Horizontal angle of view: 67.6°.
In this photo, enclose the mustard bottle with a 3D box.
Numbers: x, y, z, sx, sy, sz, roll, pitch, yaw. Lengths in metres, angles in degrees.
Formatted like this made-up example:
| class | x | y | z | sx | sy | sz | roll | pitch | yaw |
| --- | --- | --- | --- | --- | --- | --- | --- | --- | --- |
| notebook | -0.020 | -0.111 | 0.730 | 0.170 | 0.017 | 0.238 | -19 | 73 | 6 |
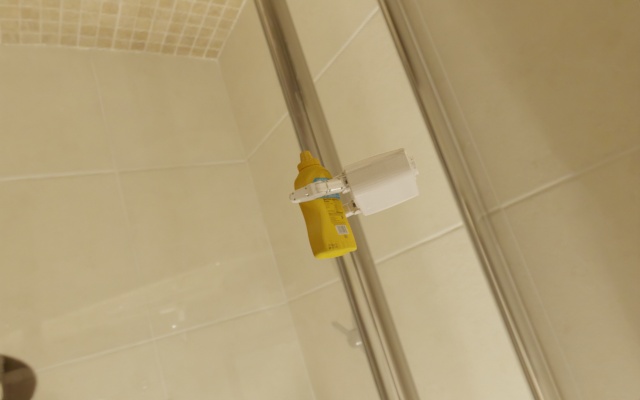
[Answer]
| class | x | y | z | sx | sy | sz | roll | pitch | yaw |
| --- | --- | --- | --- | --- | --- | --- | --- | --- | --- |
| mustard bottle | 0.000 | 0.003 | 0.830 | 0.058 | 0.191 | 0.096 | -26 | -16 | 33 |
